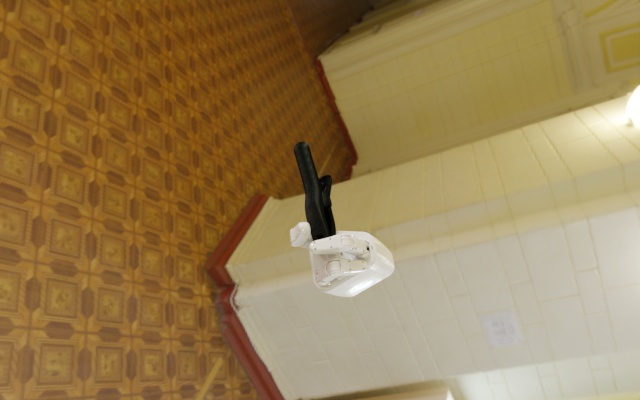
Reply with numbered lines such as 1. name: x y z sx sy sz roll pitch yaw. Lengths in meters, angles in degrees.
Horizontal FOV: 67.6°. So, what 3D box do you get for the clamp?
1. clamp: 0.001 0.002 0.753 0.039 0.171 0.120 -18 -24 22
